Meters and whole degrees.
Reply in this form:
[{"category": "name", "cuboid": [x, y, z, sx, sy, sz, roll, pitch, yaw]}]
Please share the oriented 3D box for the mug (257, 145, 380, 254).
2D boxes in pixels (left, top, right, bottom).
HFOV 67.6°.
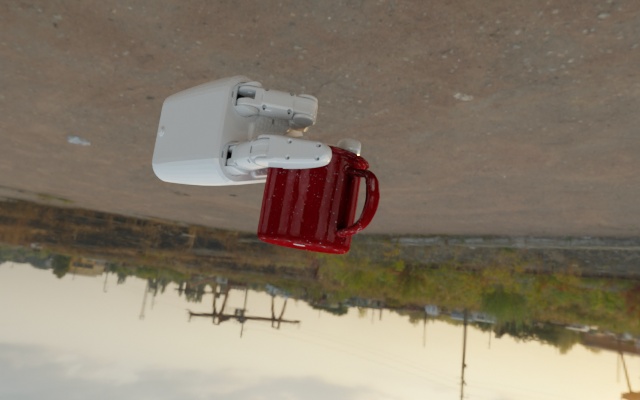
[{"category": "mug", "cuboid": [0.001, 0.002, 0.409, 0.117, 0.081, 0.093, 1, -12, 40]}]
